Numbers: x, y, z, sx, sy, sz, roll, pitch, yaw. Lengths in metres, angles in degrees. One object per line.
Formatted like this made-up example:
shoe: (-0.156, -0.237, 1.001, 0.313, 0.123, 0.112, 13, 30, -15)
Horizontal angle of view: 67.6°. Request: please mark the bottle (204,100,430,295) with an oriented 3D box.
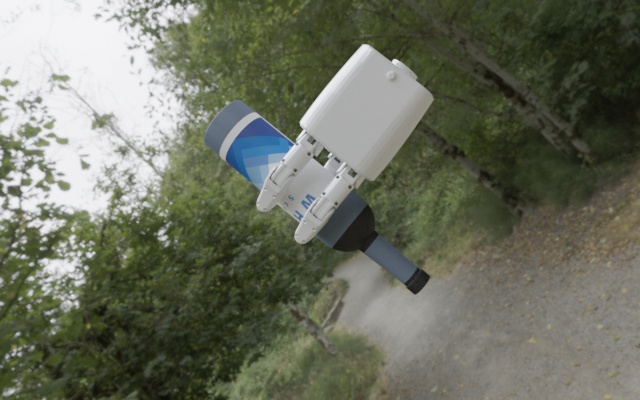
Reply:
bottle: (0.000, 0.002, 0.544, 0.295, 0.069, 0.069, 39, 4, 6)
